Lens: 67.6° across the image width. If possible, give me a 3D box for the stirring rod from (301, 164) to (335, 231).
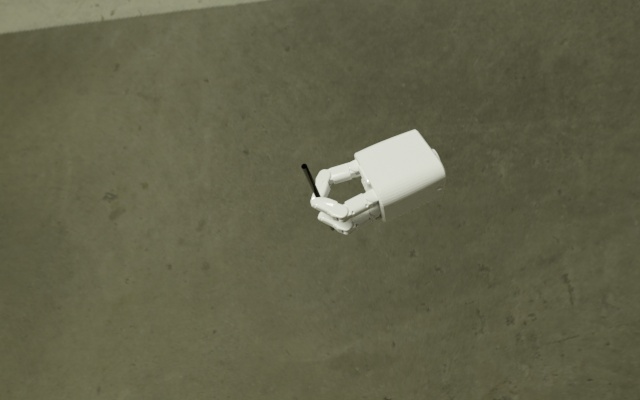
[{"bbox_3d":[0.000,0.002,0.735,0.011,0.011,0.240,0,-23,11],"label":"stirring rod"}]
